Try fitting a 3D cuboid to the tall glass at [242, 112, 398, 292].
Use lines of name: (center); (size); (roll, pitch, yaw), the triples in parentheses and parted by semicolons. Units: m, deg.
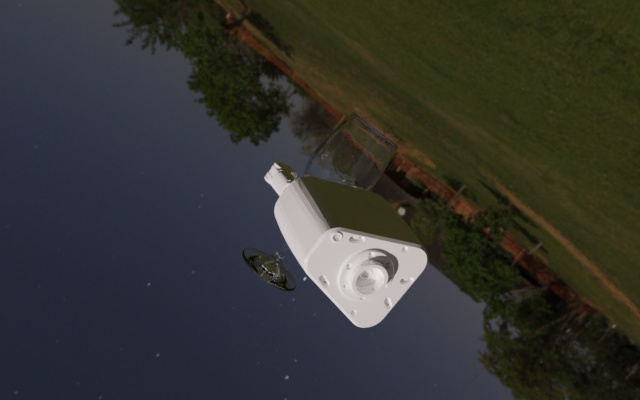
tall glass: (0.000, 0.002, 0.531); (0.079, 0.201, 0.079); (36, 10, -7)
